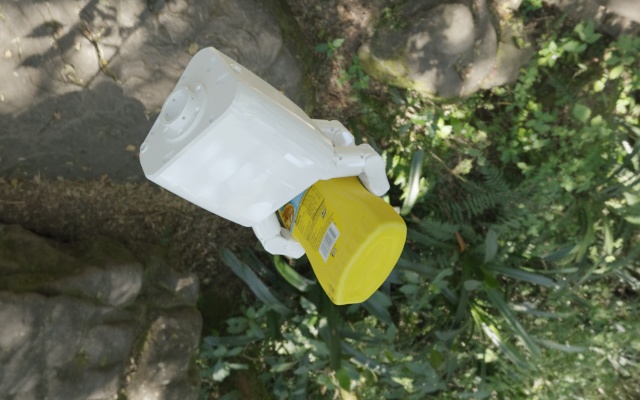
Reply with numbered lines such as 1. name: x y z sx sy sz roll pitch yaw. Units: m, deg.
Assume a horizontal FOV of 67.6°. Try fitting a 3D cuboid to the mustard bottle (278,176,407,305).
1. mustard bottle: 0.000 0.002 0.465 0.058 0.096 0.191 1 35 -35
